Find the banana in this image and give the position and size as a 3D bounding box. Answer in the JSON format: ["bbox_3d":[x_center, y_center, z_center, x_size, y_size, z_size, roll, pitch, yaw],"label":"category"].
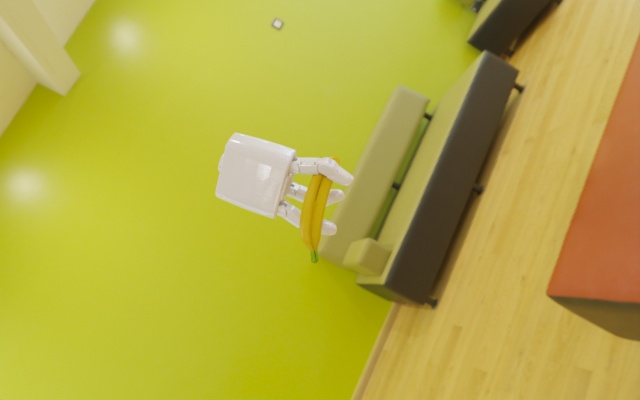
[{"bbox_3d":[-0.002,-0.004,0.762,0.037,0.197,0.070,8,-29,11],"label":"banana"}]
